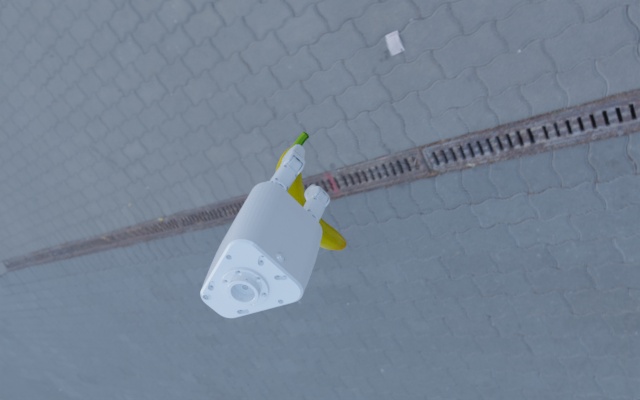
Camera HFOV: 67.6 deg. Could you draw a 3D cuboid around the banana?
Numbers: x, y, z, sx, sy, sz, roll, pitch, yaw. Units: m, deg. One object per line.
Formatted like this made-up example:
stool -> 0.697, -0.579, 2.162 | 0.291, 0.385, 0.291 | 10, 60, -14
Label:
banana -> -0.018, 0.006, 0.663 | 0.069, 0.198, 0.037 | -20, 33, -1
